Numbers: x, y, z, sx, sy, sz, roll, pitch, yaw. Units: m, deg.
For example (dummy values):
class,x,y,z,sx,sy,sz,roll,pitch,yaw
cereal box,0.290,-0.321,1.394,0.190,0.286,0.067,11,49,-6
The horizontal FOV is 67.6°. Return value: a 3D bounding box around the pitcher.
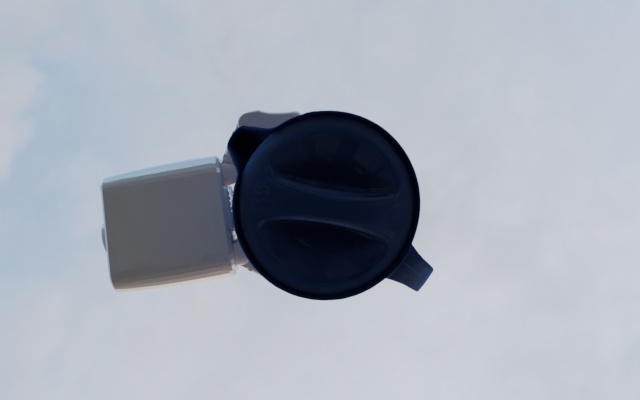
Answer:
class,x,y,z,sx,sy,sz,roll,pitch,yaw
pitcher,0.000,0.001,0.445,0.145,0.149,0.243,-10,6,-6
